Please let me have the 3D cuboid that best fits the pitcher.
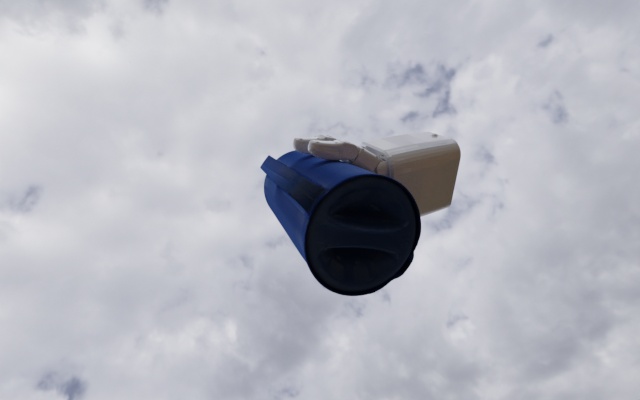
[{"bbox_3d":[0.000,0.002,0.590,0.145,0.149,0.242,-13,19,-17],"label":"pitcher"}]
